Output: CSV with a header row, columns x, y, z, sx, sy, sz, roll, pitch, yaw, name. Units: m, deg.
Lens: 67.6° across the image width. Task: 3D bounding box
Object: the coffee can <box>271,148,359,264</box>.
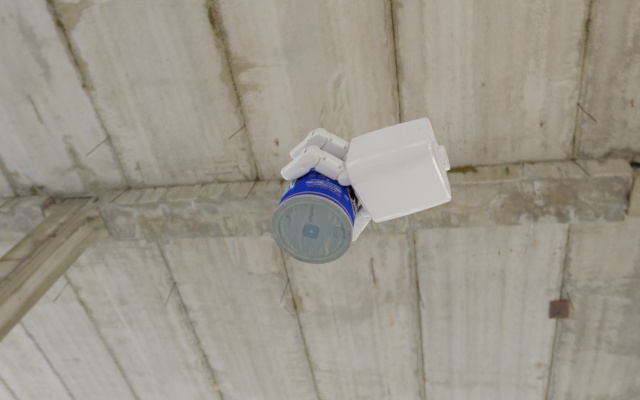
x,y,z,sx,sy,sz,roll,pitch,yaw,name
0.000,0.002,0.645,0.103,0.103,0.140,0,32,11,coffee can
